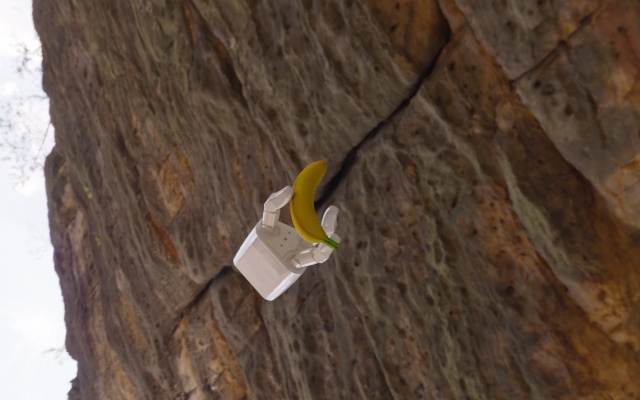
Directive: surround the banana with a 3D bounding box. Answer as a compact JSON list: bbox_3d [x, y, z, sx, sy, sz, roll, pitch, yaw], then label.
[{"bbox_3d":[-0.016,0.000,0.776,0.069,0.197,0.037,16,-47,-22],"label":"banana"}]
